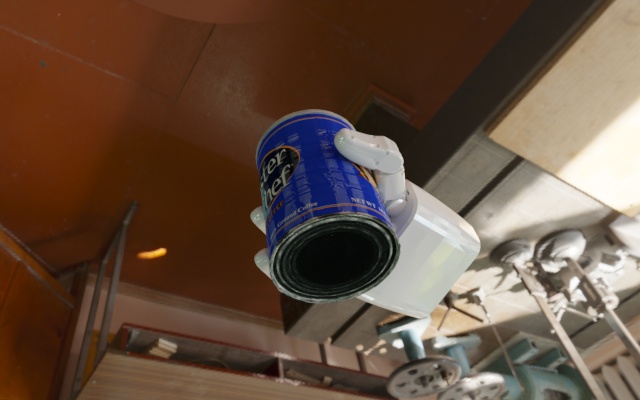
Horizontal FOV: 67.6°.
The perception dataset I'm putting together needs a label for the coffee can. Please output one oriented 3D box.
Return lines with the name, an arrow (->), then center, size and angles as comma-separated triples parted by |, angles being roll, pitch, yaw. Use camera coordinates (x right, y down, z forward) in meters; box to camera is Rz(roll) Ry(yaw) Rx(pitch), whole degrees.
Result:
coffee can -> 0.000, 0.001, 0.415 | 0.103, 0.103, 0.140 | 0, 42, -13
